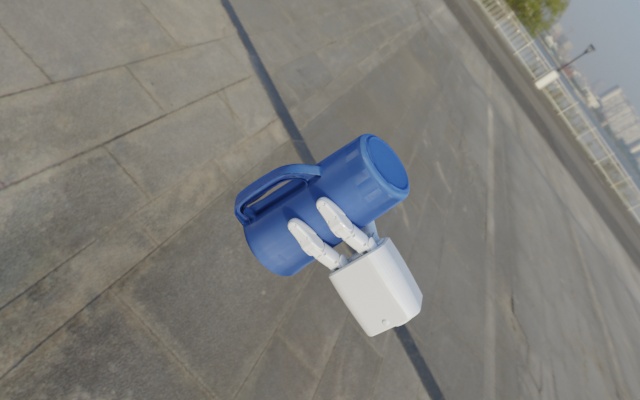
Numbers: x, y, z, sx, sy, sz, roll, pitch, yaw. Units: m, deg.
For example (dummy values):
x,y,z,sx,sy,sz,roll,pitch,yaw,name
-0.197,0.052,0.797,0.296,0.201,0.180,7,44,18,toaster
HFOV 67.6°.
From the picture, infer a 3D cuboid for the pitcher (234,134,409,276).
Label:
x,y,z,sx,sy,sz,roll,pitch,yaw,name
0.000,0.002,0.711,0.243,0.145,0.149,-34,-6,30,pitcher
